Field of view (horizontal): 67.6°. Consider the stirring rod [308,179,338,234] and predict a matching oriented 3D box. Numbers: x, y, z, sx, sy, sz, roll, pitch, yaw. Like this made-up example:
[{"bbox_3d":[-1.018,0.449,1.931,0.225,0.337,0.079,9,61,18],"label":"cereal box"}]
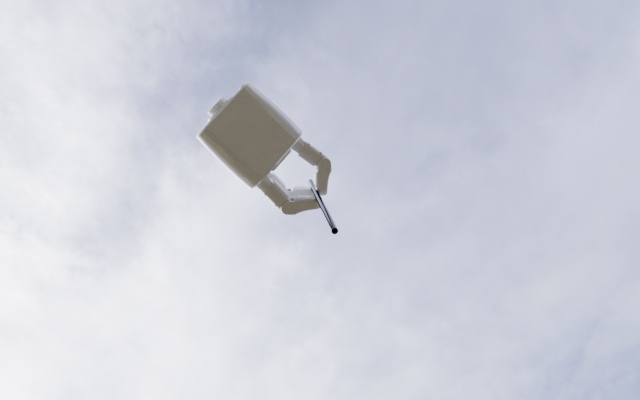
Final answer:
[{"bbox_3d":[0.000,0.002,0.665,0.011,0.011,0.239,0,16,-8],"label":"stirring rod"}]
